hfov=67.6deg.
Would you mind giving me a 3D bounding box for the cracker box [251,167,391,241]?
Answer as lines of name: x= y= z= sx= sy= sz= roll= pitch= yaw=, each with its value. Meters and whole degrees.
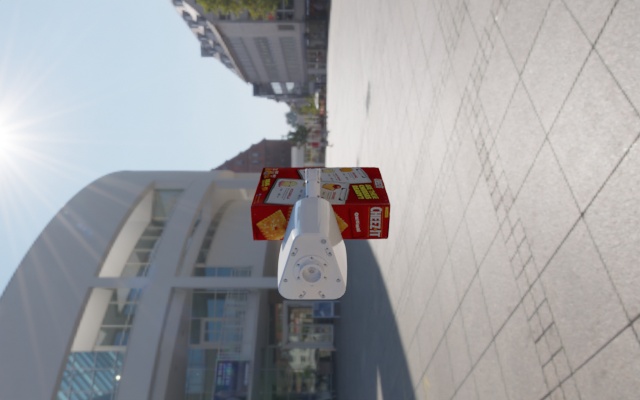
cracker box: x=0.000 y=0.002 z=0.804 sx=0.214 sy=0.072 sz=0.164 roll=0 pitch=25 yaw=0
